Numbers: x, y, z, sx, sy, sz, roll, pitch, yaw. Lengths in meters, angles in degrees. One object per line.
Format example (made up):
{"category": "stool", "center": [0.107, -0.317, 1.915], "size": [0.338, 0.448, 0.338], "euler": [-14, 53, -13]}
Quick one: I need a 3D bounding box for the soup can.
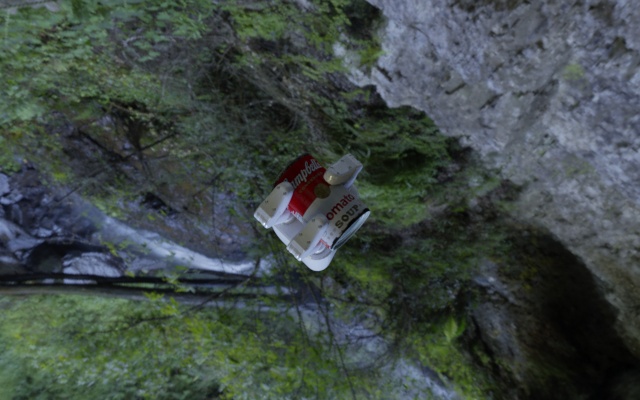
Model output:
{"category": "soup can", "center": [0.000, 0.002, 0.566], "size": [0.102, 0.068, 0.068], "euler": [43, 12, 13]}
